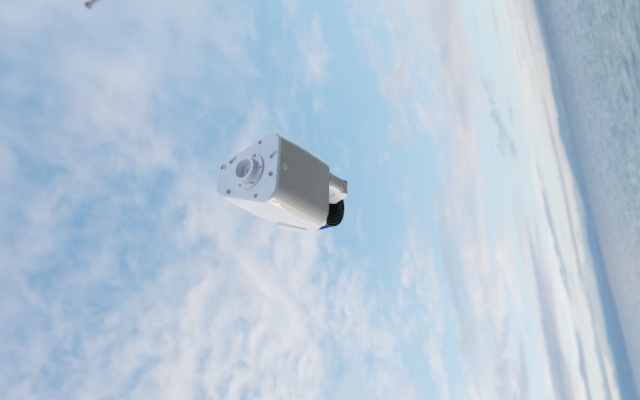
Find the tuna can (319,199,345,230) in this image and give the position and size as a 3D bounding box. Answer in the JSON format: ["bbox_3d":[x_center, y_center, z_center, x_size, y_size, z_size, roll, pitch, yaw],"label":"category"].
[{"bbox_3d":[0.000,0.003,0.748,0.034,0.086,0.086,-17,-9,33],"label":"tuna can"}]
